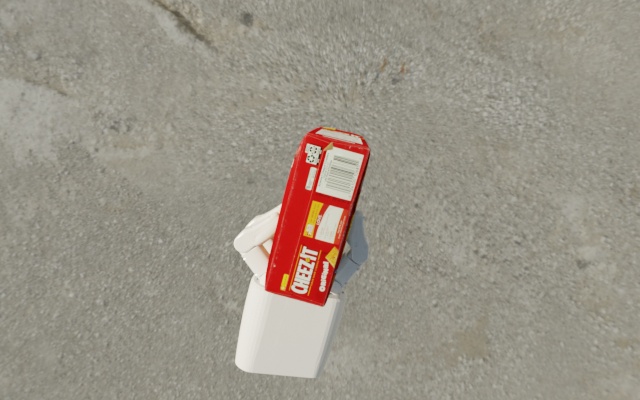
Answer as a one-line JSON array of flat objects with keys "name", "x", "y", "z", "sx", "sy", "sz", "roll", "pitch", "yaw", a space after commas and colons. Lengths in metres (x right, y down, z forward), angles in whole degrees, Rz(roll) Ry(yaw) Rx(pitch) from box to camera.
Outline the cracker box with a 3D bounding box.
[{"name": "cracker box", "x": 0.000, "y": 0.002, "z": 0.553, "sx": 0.072, "sy": 0.164, "sz": 0.213, "roll": 15, "pitch": 11, "yaw": 0}]
